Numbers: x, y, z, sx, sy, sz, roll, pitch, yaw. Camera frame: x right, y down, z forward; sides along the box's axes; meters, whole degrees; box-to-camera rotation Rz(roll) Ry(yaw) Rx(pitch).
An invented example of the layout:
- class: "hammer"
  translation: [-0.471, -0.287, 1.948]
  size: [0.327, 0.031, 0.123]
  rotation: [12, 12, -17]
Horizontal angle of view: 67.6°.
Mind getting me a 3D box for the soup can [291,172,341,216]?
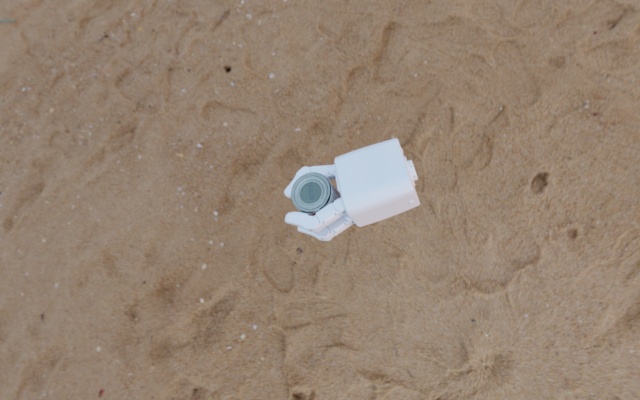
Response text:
- class: "soup can"
  translation: [0.000, 0.003, 0.780]
  size: [0.068, 0.068, 0.102]
  rotation: [0, -18, 19]
